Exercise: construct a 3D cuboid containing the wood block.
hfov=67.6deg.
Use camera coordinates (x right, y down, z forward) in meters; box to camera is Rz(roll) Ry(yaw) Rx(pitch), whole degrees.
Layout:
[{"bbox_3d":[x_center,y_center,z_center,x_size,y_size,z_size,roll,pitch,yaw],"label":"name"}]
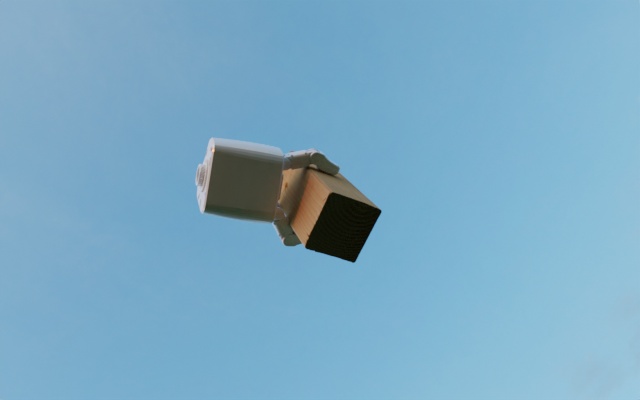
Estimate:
[{"bbox_3d":[0.000,0.002,0.753,0.090,0.091,0.206,19,14,-26],"label":"wood block"}]
